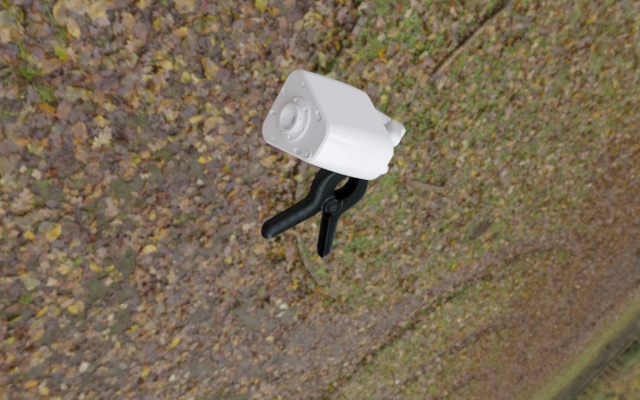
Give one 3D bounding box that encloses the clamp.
[{"bbox_3d":[0.001,0.002,0.631,0.120,0.171,0.039,11,27,-42],"label":"clamp"}]
